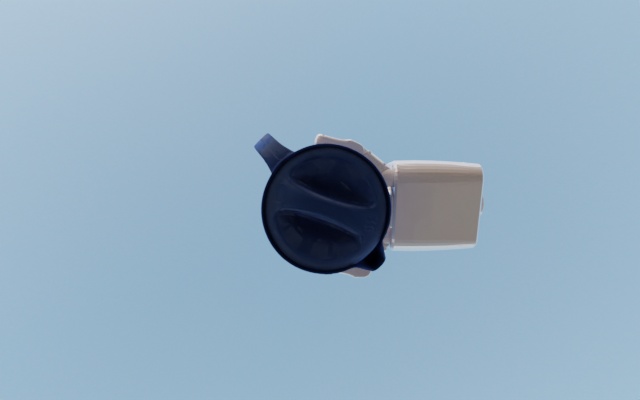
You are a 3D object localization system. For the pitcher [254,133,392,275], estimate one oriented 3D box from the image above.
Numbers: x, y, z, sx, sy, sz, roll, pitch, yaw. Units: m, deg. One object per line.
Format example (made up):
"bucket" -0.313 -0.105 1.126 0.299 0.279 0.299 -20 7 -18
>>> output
"pitcher" 0.000 0.002 0.598 0.145 0.149 0.243 0 -1 0
